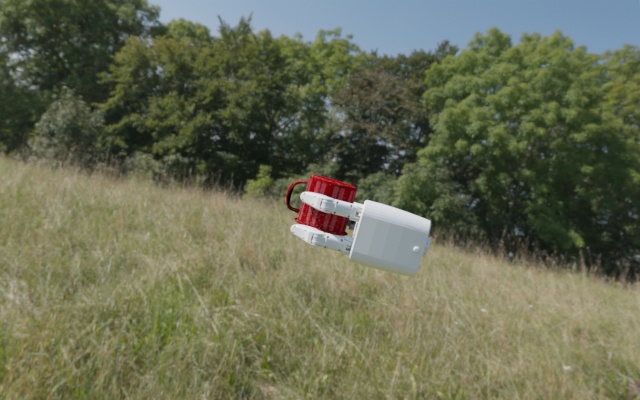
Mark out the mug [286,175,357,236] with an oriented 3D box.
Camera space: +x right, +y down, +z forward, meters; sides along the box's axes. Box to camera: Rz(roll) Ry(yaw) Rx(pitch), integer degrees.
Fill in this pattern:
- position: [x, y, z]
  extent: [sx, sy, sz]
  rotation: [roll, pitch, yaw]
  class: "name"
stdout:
- position: [-0.001, 0.002, 0.795]
  extent: [0.117, 0.081, 0.093]
  rotation: [17, 5, 5]
  class: "mug"
